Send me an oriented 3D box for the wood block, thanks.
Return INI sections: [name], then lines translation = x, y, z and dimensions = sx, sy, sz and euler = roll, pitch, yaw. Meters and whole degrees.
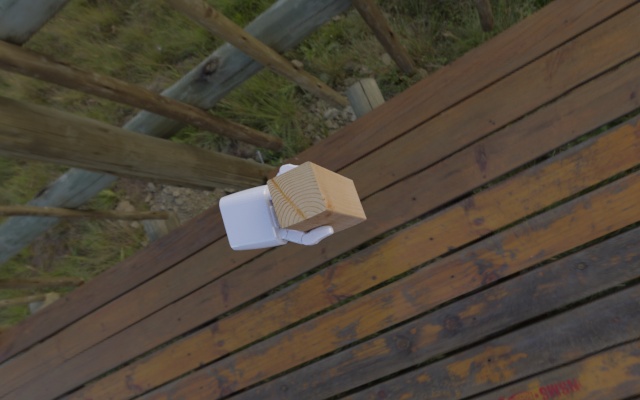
[wood block]
translation = 0.000, 0.003, 0.880
dimensions = 0.090, 0.090, 0.206
euler = -23, -15, 20
